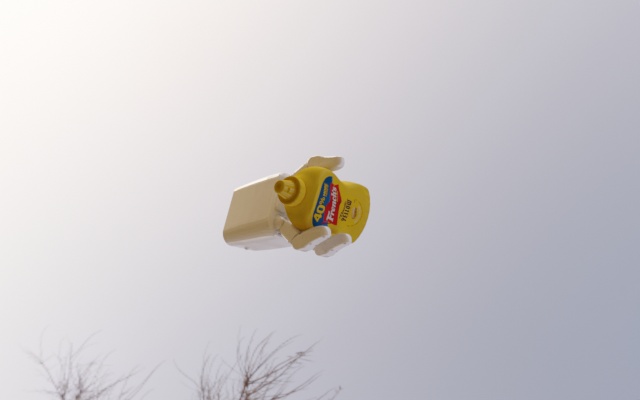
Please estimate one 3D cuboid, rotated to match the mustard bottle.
[{"bbox_3d":[0.001,0.002,0.702,0.058,0.096,0.192,16,-3,39],"label":"mustard bottle"}]
